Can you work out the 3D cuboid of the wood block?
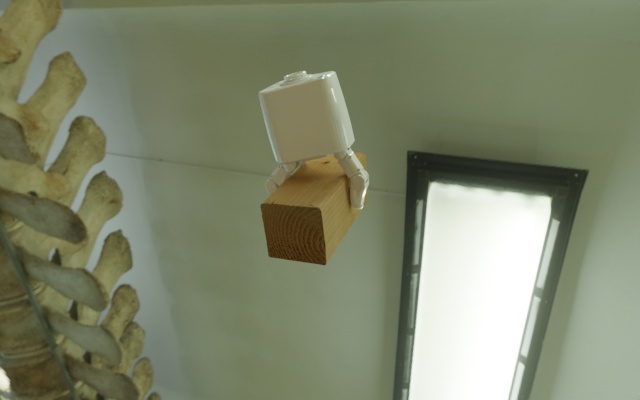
[{"bbox_3d":[0.000,0.002,0.729,0.091,0.090,0.206,5,27,21],"label":"wood block"}]
